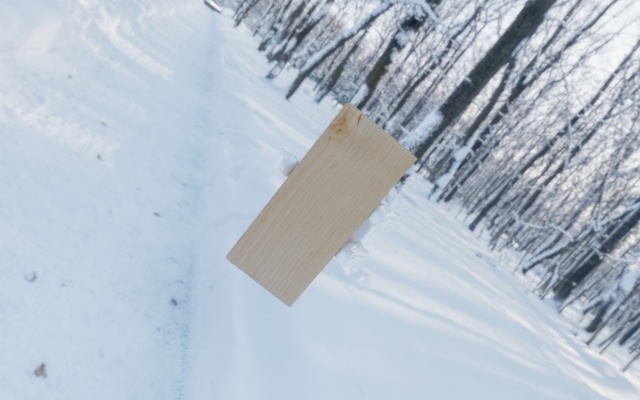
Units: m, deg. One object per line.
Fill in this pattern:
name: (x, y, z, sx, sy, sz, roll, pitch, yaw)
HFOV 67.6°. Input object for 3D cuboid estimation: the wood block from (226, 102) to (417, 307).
wood block: (0.000, 0.001, 0.526, 0.091, 0.206, 0.090, 38, 12, -3)
